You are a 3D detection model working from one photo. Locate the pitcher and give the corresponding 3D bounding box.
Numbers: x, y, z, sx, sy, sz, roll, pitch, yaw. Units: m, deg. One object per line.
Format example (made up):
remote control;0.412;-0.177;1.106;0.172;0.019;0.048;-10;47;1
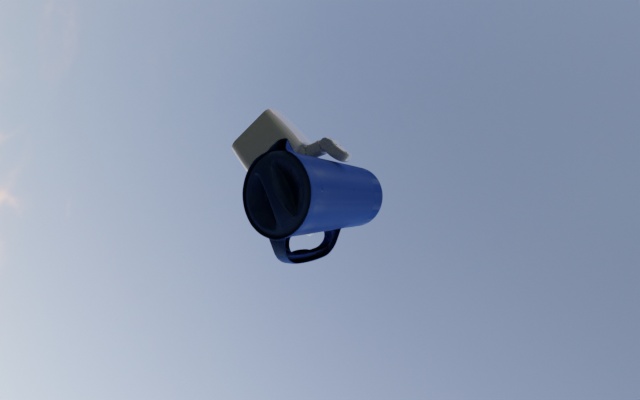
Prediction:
pitcher;0.000;0.002;0.786;0.243;0.149;0.145;1;42;-54
